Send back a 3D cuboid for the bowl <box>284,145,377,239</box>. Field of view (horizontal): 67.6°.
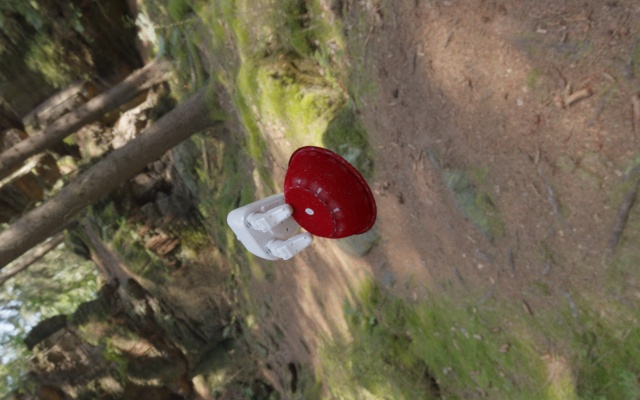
[{"bbox_3d":[0.000,0.002,0.694,0.162,0.162,0.055,0,36,47],"label":"bowl"}]
